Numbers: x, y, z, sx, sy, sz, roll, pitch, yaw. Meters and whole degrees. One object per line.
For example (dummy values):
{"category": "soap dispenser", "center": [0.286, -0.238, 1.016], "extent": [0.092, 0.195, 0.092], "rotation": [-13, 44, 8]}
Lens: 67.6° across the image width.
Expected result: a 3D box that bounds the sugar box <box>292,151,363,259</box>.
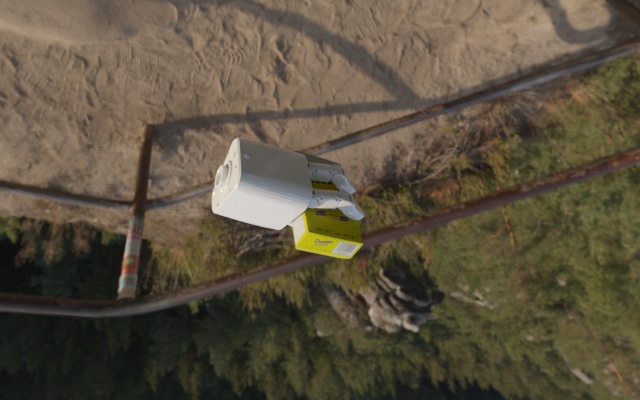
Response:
{"category": "sugar box", "center": [0.000, 0.002, 0.727], "extent": [0.093, 0.176, 0.048], "rotation": [14, -47, -27]}
